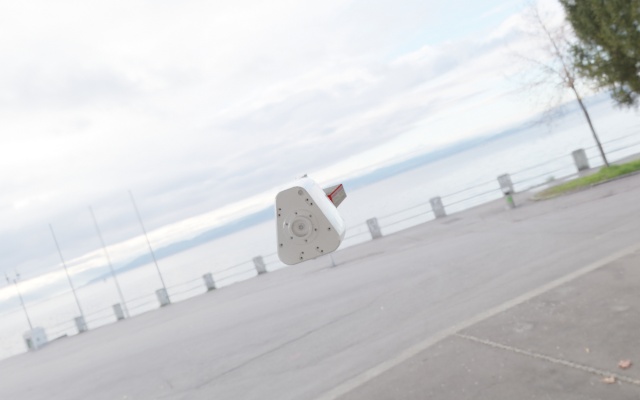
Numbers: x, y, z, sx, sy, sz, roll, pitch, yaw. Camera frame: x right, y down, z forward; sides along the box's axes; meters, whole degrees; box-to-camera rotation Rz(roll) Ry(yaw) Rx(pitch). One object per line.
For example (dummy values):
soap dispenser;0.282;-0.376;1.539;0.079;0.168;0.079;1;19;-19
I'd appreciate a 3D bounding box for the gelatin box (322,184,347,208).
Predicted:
gelatin box;0.000;0.002;0.838;0.073;0.030;0.089;-17;11;20
